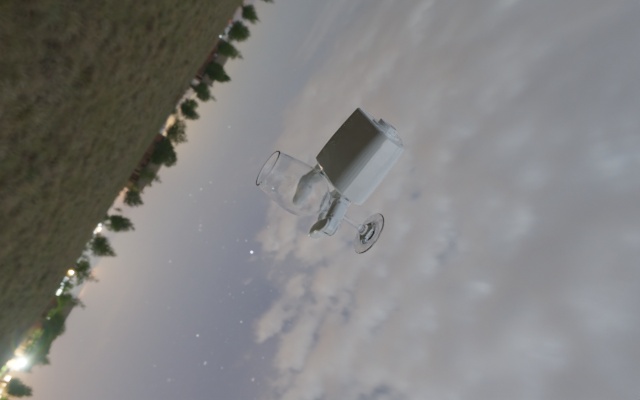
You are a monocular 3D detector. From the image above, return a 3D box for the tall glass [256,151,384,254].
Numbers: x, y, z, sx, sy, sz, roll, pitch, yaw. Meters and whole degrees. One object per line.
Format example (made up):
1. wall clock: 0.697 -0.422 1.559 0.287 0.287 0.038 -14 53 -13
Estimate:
1. tall glass: 0.001 0.003 0.740 0.201 0.079 0.079 32 -12 -20
